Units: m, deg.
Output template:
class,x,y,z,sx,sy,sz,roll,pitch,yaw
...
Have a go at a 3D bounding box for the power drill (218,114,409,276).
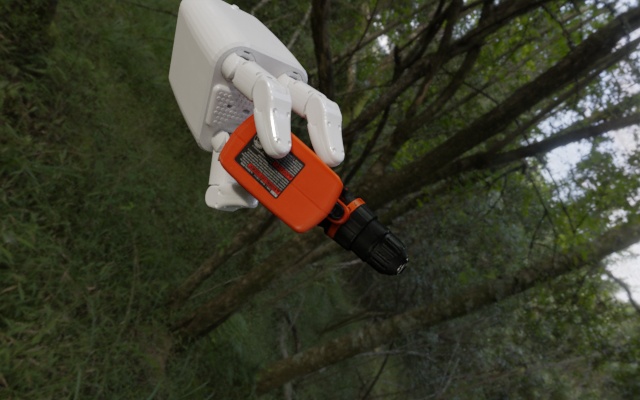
class,x,y,z,sx,sy,sz,roll,pitch,yaw
power drill,0.000,0.001,0.442,0.184,0.057,0.188,39,1,17
